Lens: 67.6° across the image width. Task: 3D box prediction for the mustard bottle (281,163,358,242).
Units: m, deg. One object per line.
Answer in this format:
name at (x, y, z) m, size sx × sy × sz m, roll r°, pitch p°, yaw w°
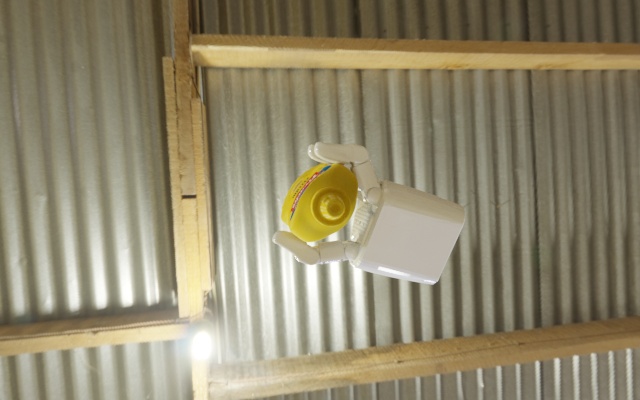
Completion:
mustard bottle at (0.000, 0.002, 0.556) m, size 0.058 × 0.096 × 0.191 m, roll 39°, pitch -3°, yaw -10°
